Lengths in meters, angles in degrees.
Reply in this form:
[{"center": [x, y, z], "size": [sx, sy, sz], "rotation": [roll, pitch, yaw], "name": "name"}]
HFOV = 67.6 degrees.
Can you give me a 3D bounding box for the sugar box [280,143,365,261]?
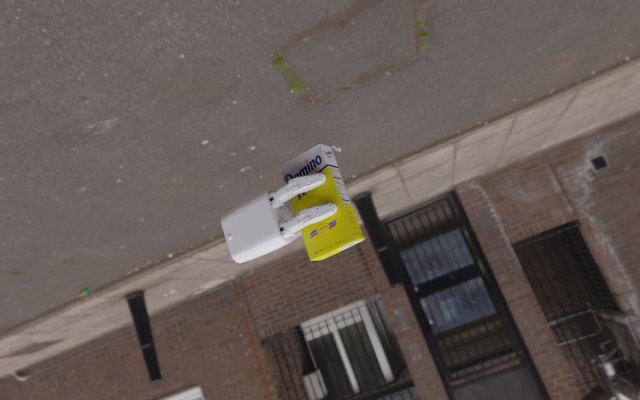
[{"center": [0.000, 0.003, 0.804], "size": [0.093, 0.176, 0.048], "rotation": [-28, -14, 26], "name": "sugar box"}]
